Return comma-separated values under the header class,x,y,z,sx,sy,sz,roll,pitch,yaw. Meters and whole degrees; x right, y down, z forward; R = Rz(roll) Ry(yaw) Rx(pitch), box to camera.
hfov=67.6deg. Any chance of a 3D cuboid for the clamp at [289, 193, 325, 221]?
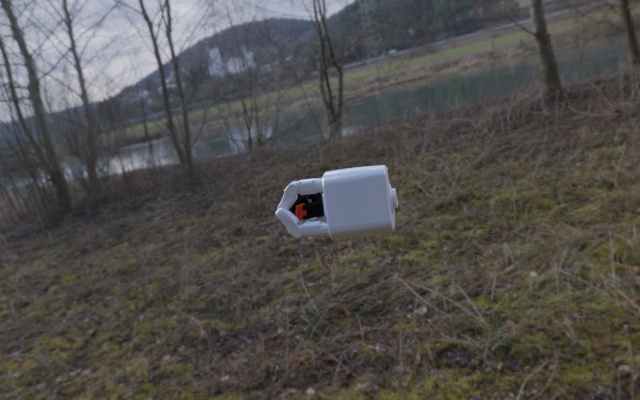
class,x,y,z,sx,sy,sz,roll,pitch,yaw
clamp,0.000,0.002,0.889,0.120,0.039,0.171,-6,15,11
